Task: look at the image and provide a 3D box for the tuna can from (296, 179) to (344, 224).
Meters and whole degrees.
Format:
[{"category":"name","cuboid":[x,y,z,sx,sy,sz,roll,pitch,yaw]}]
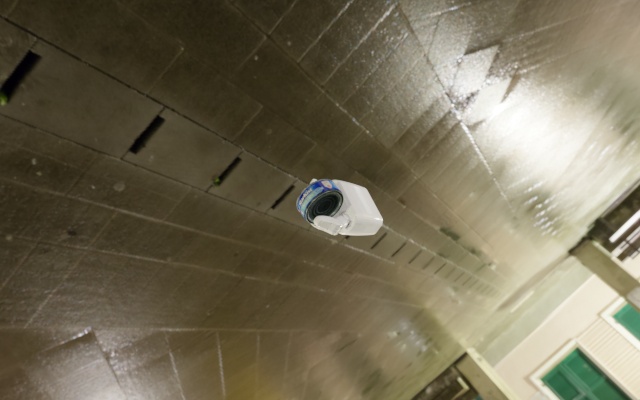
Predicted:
[{"category":"tuna can","cuboid":[0.000,0.003,0.889,0.086,0.086,0.033,0,40,-42]}]
